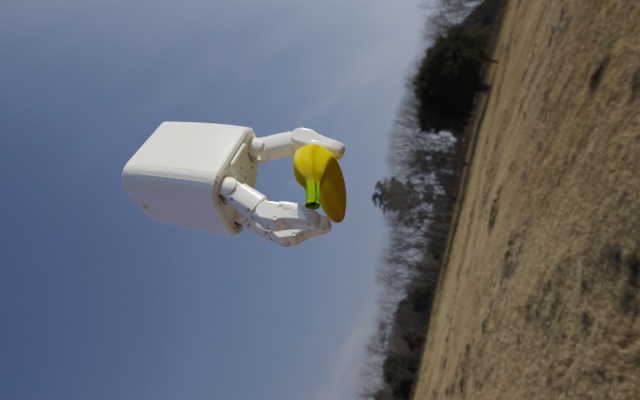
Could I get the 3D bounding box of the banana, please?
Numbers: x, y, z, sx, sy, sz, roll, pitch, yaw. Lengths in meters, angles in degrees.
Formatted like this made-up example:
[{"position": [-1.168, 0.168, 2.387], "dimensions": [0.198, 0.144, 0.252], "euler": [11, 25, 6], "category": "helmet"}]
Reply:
[{"position": [0.001, -0.017, 0.490], "dimensions": [0.037, 0.069, 0.198], "euler": [2, -5, 11], "category": "banana"}]
